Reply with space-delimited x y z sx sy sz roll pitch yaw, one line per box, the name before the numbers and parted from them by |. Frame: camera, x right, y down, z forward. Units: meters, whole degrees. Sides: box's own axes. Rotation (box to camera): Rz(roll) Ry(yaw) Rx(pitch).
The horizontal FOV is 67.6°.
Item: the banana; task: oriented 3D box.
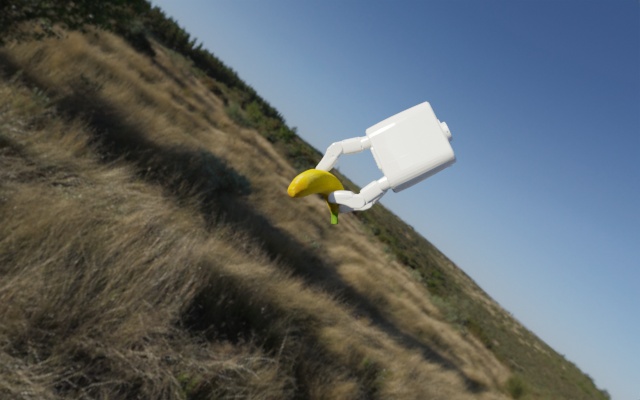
banana | 0.003 -0.015 0.768 0.037 0.069 0.198 -1 -16 23
